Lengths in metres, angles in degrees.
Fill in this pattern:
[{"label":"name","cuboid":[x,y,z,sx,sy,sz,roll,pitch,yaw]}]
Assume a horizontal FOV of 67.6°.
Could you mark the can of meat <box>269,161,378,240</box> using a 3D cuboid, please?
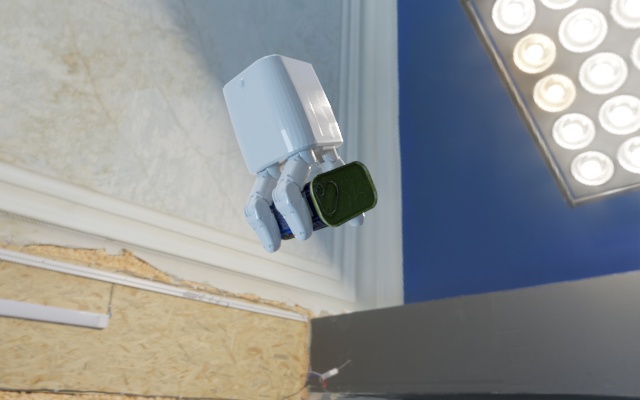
[{"label":"can of meat","cuboid":[0.000,0.002,0.539,0.084,0.057,0.102,-21,2,43]}]
